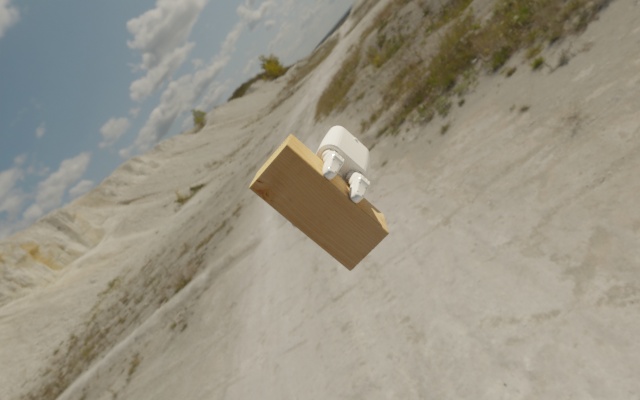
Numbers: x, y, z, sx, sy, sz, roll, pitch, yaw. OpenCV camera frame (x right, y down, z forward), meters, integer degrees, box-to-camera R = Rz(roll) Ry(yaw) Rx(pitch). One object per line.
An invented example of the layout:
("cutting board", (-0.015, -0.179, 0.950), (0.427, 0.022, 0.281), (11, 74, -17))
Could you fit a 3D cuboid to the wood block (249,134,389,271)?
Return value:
("wood block", (0.000, 0.002, 0.757), (0.206, 0.091, 0.090), (40, 15, -12))
